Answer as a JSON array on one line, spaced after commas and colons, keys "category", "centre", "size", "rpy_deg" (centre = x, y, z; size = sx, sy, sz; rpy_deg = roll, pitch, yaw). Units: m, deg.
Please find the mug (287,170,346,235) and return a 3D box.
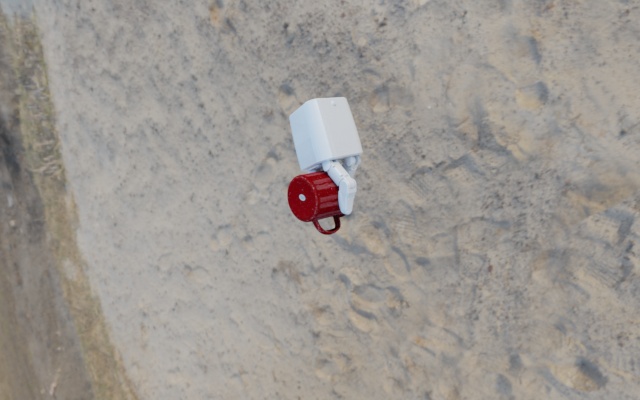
[{"category": "mug", "centre": [0.000, 0.004, 0.824], "size": [0.081, 0.117, 0.093], "rpy_deg": [-13, -3, -41]}]
